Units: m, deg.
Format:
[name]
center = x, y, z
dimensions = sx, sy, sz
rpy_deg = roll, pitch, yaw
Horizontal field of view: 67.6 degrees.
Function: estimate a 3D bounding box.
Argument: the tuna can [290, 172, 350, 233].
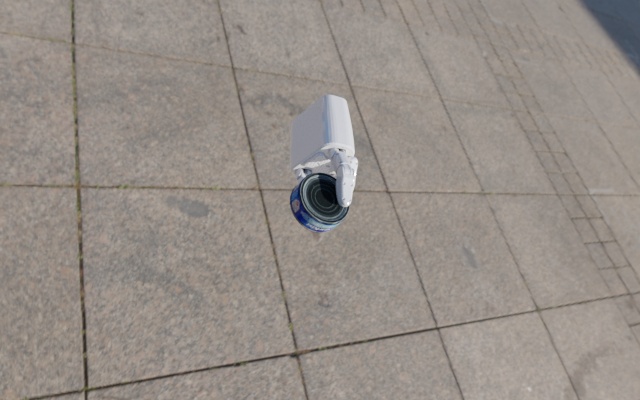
[tuna can]
center = 0.000, 0.002, 0.704
dimensions = 0.086, 0.086, 0.034
rpy_deg = 0, -25, -31
